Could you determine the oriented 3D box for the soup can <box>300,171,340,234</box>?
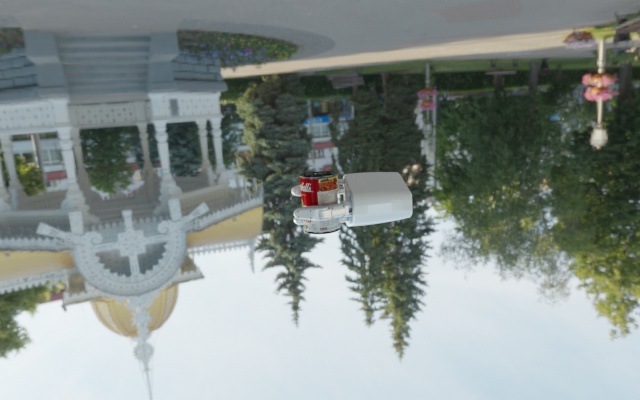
[{"bbox_3d":[0.000,0.003,0.850,0.068,0.102,0.068,-4,12,1],"label":"soup can"}]
